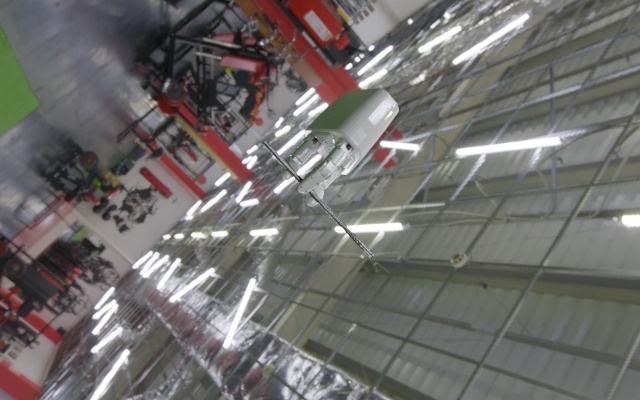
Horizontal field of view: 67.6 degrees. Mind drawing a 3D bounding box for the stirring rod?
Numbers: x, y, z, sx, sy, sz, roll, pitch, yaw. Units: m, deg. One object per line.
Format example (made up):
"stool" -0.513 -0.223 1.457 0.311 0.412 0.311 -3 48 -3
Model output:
"stirring rod" 0.000 0.002 0.706 0.011 0.239 0.011 -40 15 13
